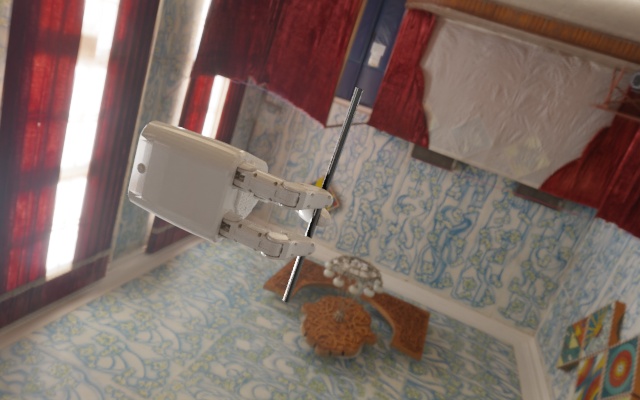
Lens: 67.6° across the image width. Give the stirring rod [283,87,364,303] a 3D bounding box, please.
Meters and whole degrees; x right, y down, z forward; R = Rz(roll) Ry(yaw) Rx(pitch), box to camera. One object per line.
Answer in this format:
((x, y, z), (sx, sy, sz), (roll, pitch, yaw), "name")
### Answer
((0.000, 0.001, 0.492), (0.011, 0.239, 0.011), (17, 17, -5), "stirring rod")
